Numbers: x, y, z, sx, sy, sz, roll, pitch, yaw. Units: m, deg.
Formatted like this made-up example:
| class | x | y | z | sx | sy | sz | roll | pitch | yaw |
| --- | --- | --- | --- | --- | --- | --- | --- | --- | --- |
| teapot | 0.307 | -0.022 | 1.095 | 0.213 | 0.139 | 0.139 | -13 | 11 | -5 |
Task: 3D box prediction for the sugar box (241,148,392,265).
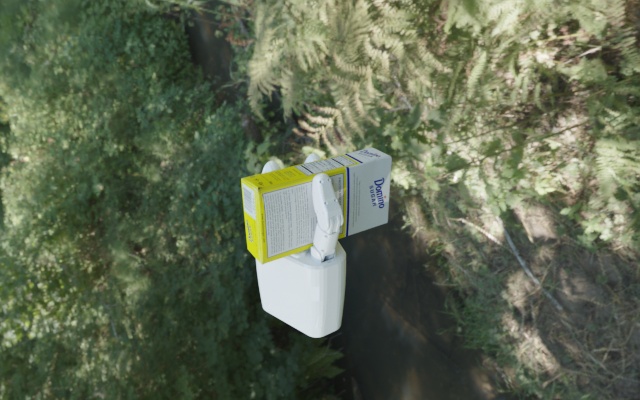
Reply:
| class | x | y | z | sx | sy | sz | roll | pitch | yaw |
| --- | --- | --- | --- | --- | --- | --- | --- | --- | --- |
| sugar box | 0.000 | 0.002 | 0.555 | 0.176 | 0.093 | 0.048 | -16 | 31 | -30 |
